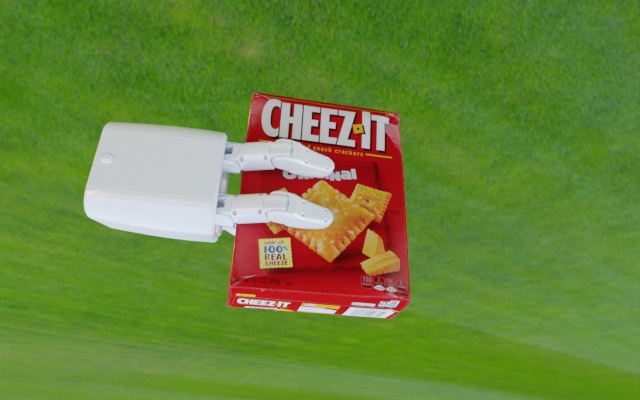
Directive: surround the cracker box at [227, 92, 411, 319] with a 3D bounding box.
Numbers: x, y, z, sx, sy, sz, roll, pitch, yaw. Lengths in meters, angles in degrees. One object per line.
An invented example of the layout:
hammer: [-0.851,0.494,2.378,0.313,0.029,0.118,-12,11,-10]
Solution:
cracker box: [0.000,0.002,0.481,0.164,0.213,0.072,7,-28,-9]
